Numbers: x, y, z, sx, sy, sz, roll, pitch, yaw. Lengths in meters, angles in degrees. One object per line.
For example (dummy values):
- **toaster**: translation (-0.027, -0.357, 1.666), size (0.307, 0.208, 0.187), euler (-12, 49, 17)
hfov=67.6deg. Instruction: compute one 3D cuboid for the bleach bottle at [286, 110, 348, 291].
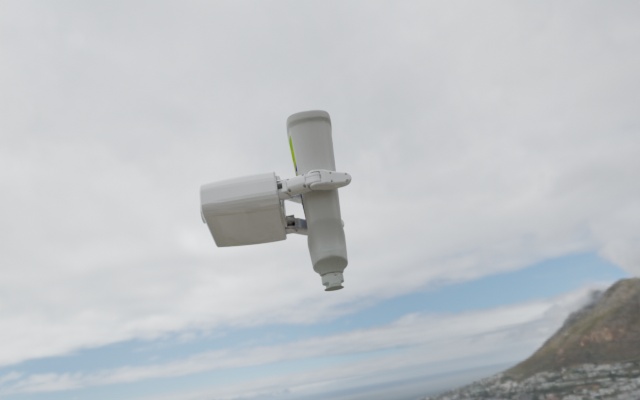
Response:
- **bleach bottle**: translation (0.000, 0.002, 0.688), size (0.068, 0.250, 0.103), euler (-8, -22, -2)
